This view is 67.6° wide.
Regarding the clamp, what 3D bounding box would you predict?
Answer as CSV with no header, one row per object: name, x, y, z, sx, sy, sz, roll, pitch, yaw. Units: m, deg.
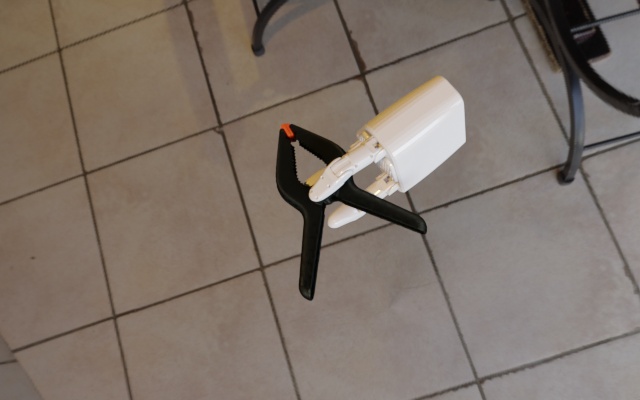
clamp,0.000,0.001,0.570,0.164,0.210,0.036,-37,-15,-3
